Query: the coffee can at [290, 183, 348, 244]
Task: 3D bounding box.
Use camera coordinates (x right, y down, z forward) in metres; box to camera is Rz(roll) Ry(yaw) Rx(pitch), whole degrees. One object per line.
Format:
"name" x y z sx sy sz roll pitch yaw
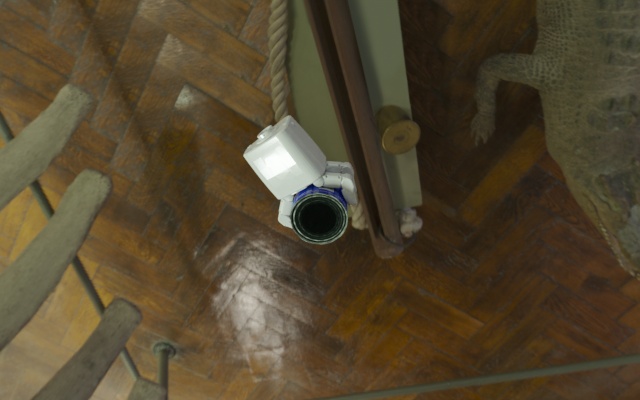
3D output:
"coffee can" 0.000 0.003 0.897 0.103 0.103 0.140 0 26 2
